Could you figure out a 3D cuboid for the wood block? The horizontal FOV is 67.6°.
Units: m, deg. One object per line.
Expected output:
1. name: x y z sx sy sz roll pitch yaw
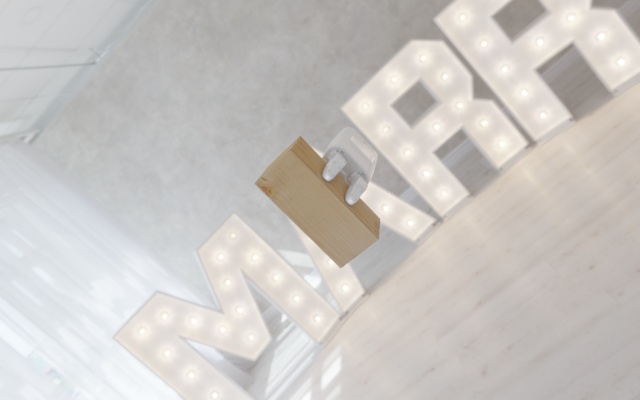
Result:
1. wood block: 0.000 0.003 0.817 0.091 0.206 0.090 -41 11 21
